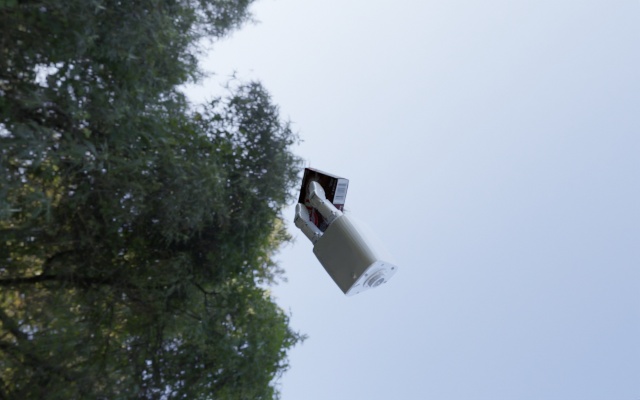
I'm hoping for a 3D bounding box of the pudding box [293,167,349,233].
[{"bbox_3d":[0.000,0.003,0.888,0.090,0.113,0.039,21,11,41],"label":"pudding box"}]
